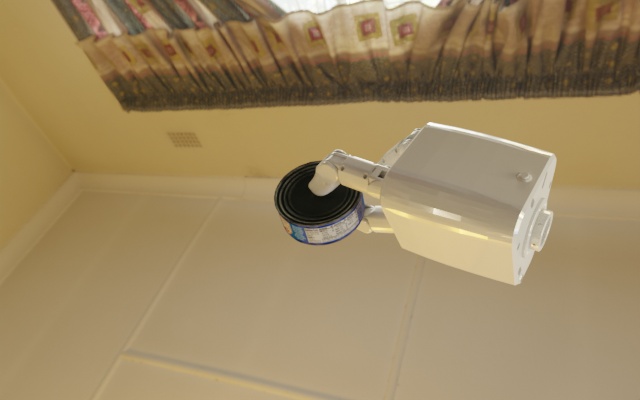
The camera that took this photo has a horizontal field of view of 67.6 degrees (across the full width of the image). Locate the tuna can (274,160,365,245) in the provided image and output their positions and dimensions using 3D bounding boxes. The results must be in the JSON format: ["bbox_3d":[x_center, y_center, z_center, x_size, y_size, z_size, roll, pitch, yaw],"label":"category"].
[{"bbox_3d":[0.000,0.002,0.468,0.086,0.086,0.034,0,-42,14],"label":"tuna can"}]
